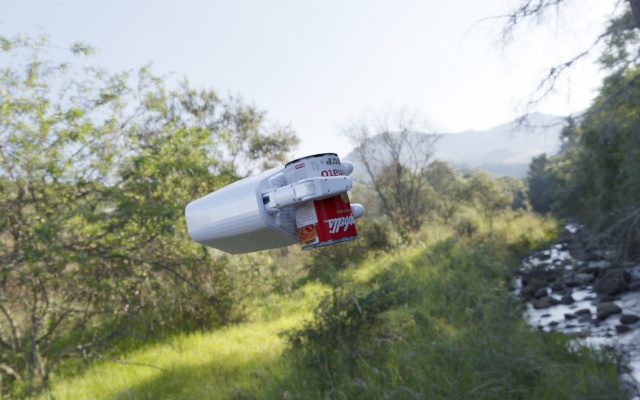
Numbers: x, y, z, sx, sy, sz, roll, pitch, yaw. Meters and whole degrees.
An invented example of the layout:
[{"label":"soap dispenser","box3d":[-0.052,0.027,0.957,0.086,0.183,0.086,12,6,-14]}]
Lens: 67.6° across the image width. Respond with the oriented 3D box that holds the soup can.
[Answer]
[{"label":"soup can","box3d":[0.000,0.001,0.559,0.068,0.102,0.068,-12,-6,-1]}]
